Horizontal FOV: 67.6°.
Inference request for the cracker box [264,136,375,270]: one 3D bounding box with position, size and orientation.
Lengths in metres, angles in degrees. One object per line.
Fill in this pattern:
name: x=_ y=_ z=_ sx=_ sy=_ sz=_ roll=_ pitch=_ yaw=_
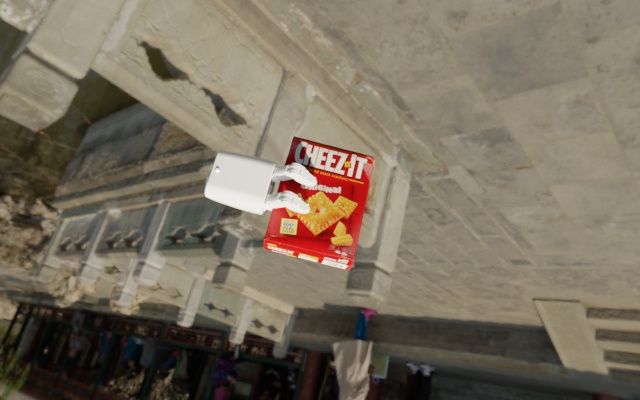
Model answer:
cracker box: x=0.000 y=0.003 z=0.884 sx=0.164 sy=0.213 sz=0.072 roll=14 pitch=-22 yaw=-2
